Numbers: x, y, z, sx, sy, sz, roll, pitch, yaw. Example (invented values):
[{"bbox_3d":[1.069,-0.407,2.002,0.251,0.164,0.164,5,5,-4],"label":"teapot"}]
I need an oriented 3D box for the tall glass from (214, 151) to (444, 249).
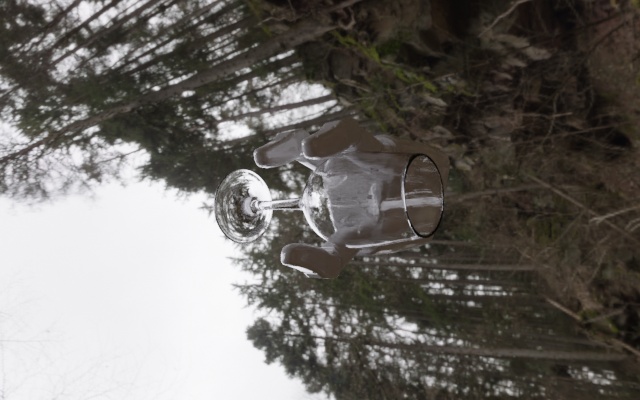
[{"bbox_3d":[-0.001,0.001,0.409,0.201,0.079,0.079,-4,-2,41],"label":"tall glass"}]
